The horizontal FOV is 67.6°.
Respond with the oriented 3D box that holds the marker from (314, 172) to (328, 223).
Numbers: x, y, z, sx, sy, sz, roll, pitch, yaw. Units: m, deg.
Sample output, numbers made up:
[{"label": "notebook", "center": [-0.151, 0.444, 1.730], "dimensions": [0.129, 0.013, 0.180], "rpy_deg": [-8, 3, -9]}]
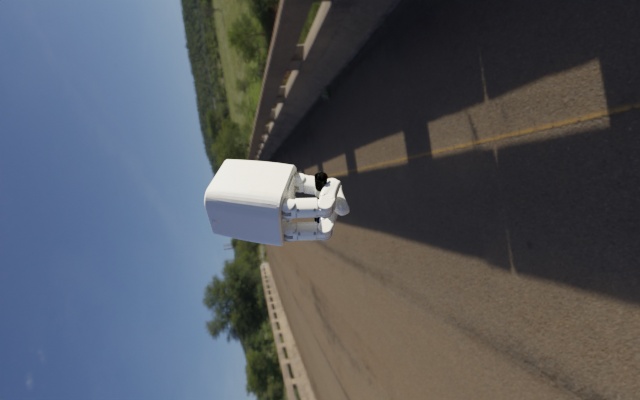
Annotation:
[{"label": "marker", "center": [0.000, 0.002, 0.694], "dimensions": [0.020, 0.020, 0.121], "rpy_deg": [0, -39, 0]}]
